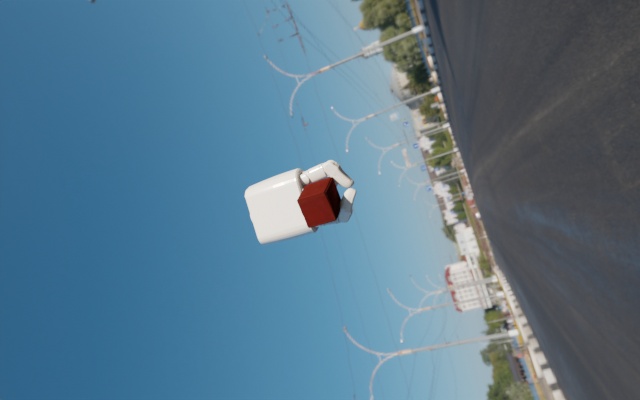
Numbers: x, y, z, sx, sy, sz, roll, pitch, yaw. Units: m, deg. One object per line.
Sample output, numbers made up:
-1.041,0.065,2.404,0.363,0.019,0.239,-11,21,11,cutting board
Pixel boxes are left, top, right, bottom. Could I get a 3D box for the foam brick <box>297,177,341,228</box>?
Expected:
0.000,0.003,0.794,0.051,0.053,0.078,-16,17,16,foam brick
